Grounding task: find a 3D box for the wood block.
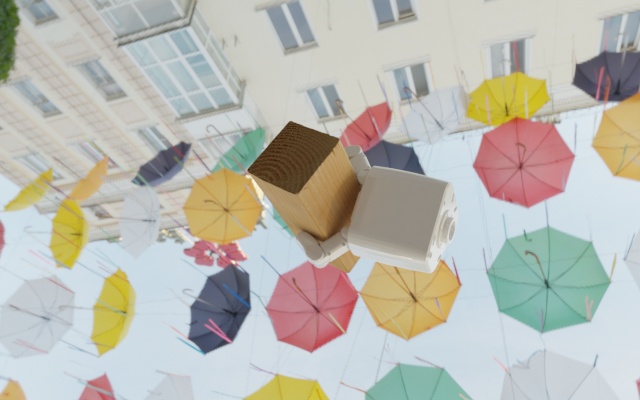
[{"bbox_3d":[0.000,0.003,0.650,0.090,0.090,0.206,25,-21,35],"label":"wood block"}]
